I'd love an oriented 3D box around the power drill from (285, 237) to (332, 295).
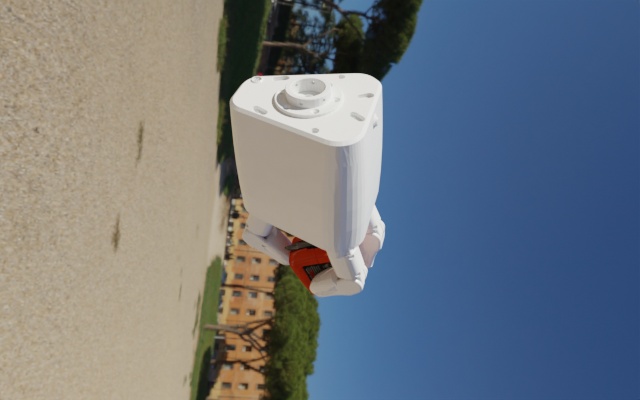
[{"bbox_3d":[0.000,0.002,0.515,0.057,0.187,0.184,-13,-31,9],"label":"power drill"}]
